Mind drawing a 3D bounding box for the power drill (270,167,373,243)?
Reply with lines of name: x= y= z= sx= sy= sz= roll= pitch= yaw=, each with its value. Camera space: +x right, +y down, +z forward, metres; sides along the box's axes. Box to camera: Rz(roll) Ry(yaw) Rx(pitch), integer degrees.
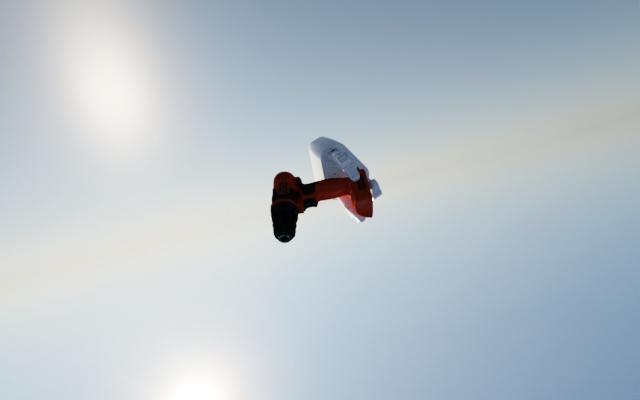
power drill: x=0.001 y=0.003 z=0.886 sx=0.187 sy=0.057 sz=0.184 roll=-5 pitch=40 yaw=-1
